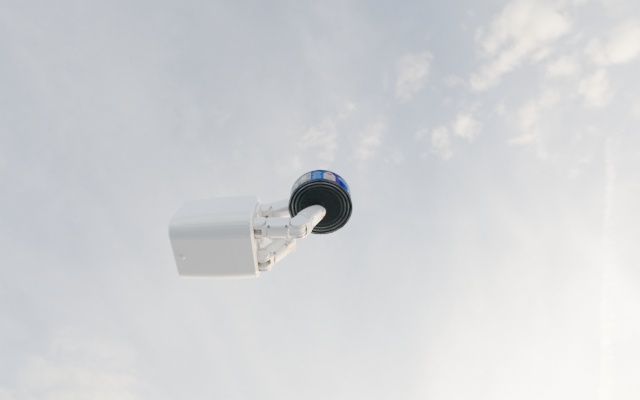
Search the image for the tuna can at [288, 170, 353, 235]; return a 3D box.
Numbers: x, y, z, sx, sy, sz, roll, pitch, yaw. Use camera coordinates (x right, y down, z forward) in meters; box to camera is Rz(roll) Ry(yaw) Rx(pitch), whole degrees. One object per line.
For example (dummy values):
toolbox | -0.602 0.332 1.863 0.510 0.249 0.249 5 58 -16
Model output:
tuna can | 0.000 0.002 0.648 0.086 0.086 0.033 0 31 1
